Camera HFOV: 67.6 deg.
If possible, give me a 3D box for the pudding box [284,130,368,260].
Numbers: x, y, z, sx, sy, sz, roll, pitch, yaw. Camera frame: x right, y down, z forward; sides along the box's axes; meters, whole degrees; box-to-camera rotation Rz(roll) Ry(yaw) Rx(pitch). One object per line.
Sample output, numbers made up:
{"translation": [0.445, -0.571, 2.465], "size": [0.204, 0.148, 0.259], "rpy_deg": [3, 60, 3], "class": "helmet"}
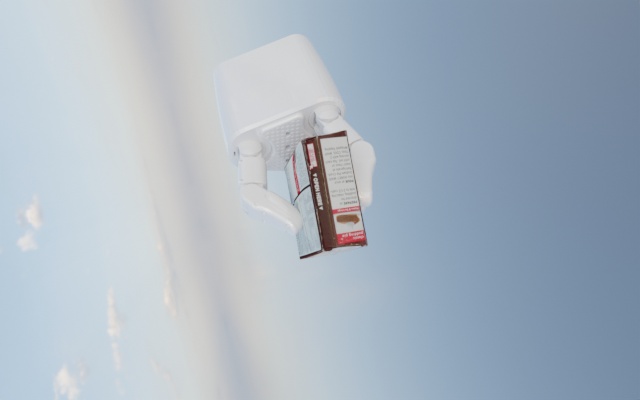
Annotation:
{"translation": [0.000, 0.001, 0.401], "size": [0.039, 0.090, 0.113], "rpy_deg": [-10, -7, -11], "class": "pudding box"}
